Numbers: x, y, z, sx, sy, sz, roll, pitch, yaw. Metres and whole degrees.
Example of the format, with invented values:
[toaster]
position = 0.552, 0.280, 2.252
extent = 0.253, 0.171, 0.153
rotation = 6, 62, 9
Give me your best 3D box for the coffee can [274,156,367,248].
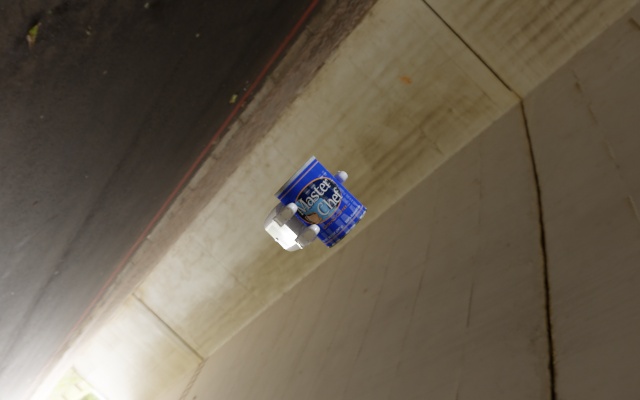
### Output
[coffee can]
position = 0.000, 0.003, 0.877
extent = 0.140, 0.103, 0.103
rotation = 44, -4, -4
